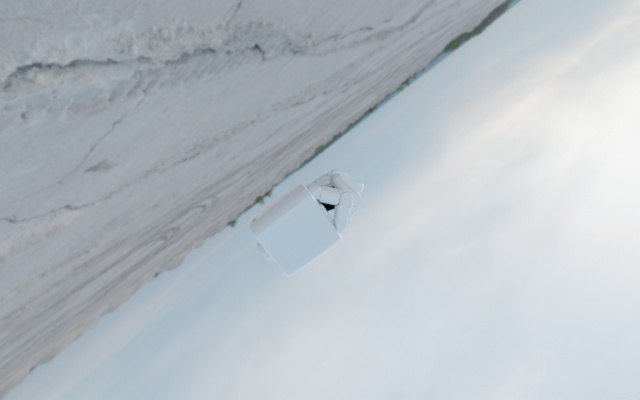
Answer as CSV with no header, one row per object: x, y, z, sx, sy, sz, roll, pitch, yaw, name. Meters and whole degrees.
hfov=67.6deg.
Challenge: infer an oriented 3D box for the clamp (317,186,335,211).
0.001,0.003,0.850,0.120,0.039,0.171,-36,5,-4,clamp
